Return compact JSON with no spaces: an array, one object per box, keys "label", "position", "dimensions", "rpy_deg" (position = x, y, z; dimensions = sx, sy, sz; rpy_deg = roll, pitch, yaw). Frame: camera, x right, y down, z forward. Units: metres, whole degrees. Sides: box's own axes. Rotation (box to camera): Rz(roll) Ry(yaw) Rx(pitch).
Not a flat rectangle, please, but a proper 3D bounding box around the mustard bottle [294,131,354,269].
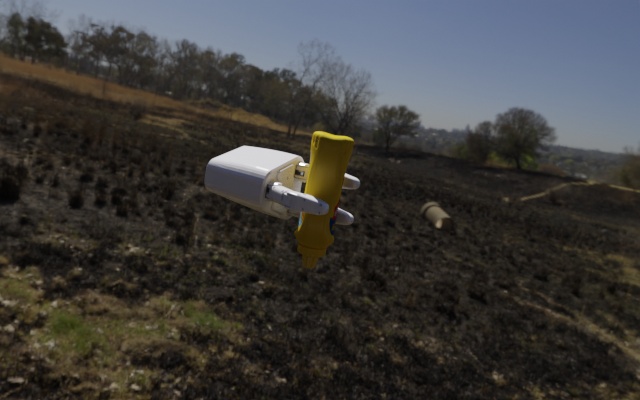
[{"label":"mustard bottle","position":[0.000,0.002,0.669],"dimensions":[0.058,0.191,0.096],"rpy_deg":[11,9,0]}]
